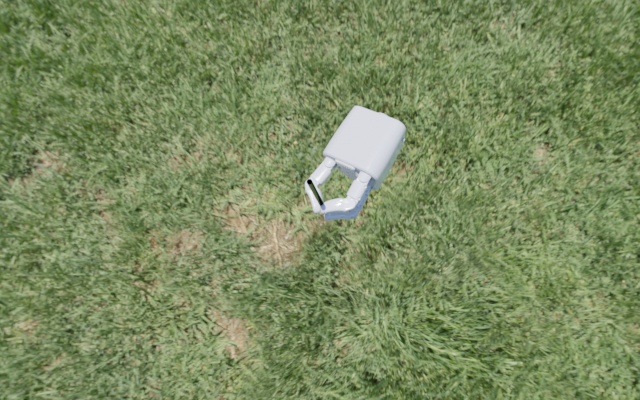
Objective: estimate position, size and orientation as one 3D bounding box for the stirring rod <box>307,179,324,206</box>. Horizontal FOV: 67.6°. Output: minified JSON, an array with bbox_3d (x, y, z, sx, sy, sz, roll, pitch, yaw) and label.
[{"bbox_3d":[0.000,0.002,0.774,0.011,0.011,0.239,0,-14,8],"label":"stirring rod"}]
